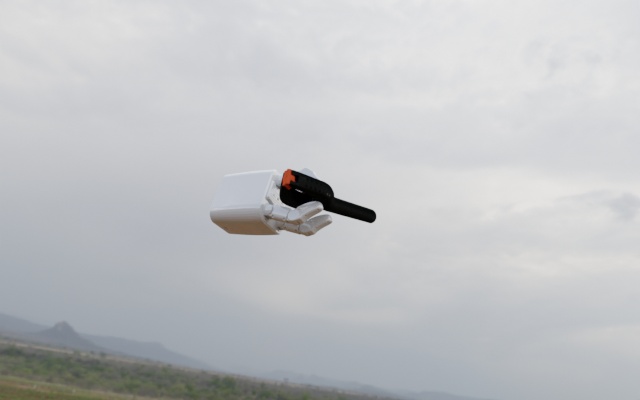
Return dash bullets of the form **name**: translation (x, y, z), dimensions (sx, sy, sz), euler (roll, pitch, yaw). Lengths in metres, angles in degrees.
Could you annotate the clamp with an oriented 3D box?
- **clamp**: translation (0.000, 0.002, 0.832), dimensions (0.164, 0.036, 0.210), euler (-5, -25, 18)
